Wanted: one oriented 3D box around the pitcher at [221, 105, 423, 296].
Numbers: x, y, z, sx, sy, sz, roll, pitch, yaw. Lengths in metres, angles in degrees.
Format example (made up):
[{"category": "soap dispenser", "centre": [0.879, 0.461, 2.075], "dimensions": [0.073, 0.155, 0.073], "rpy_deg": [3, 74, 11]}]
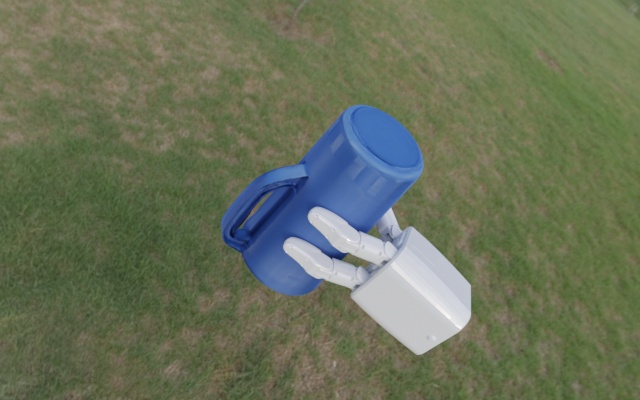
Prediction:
[{"category": "pitcher", "centre": [0.000, 0.002, 0.576], "dimensions": [0.243, 0.145, 0.149], "rpy_deg": [-49, -5, 39]}]
